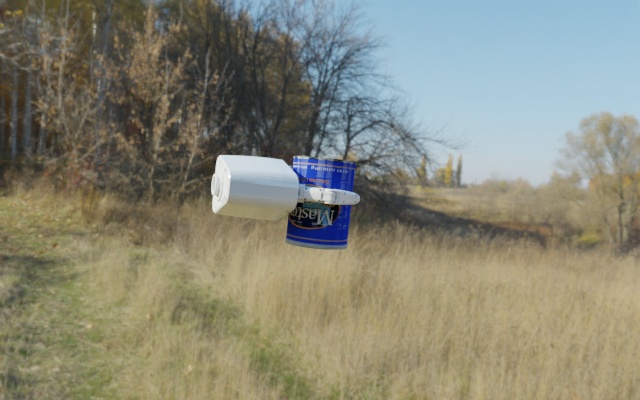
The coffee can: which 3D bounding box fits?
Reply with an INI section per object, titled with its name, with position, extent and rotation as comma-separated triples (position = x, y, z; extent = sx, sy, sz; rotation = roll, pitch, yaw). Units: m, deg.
[coffee can]
position = 0.000, 0.003, 0.778
extent = 0.103, 0.140, 0.103
rotation = 6, 2, 0
